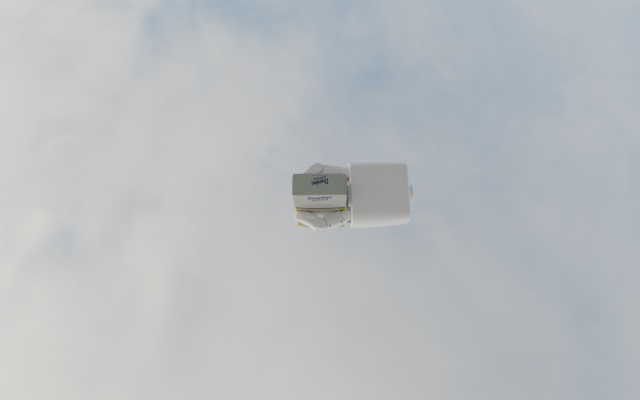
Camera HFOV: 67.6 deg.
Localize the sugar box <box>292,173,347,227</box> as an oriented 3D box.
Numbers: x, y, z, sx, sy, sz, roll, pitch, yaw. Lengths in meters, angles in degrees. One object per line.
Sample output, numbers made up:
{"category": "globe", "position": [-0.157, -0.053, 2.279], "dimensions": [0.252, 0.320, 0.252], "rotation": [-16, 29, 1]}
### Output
{"category": "sugar box", "position": [0.000, 0.002, 0.868], "dimensions": [0.093, 0.048, 0.176], "rotation": [0, -23, 1]}
